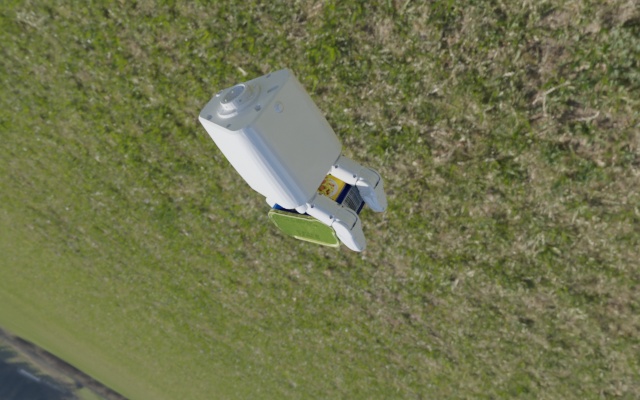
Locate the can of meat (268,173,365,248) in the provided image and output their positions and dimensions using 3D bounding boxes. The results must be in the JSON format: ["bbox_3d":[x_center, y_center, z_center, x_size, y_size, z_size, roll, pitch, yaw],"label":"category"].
[{"bbox_3d":[0.000,0.002,0.561,0.102,0.084,0.057,9,-34,39],"label":"can of meat"}]
